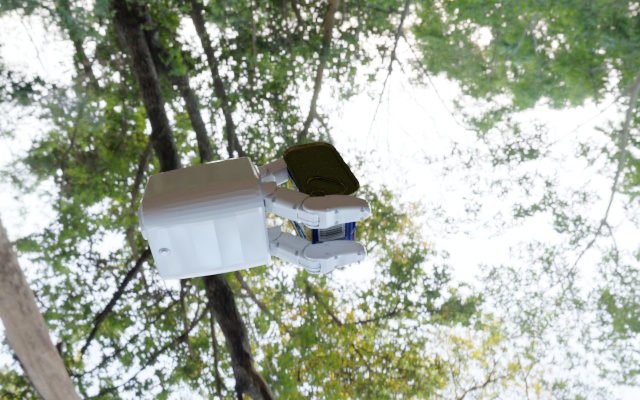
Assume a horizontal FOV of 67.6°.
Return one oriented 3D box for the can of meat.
[{"bbox_3d":[0.000,0.002,0.494,0.057,0.084,0.102,-12,38,-14],"label":"can of meat"}]
